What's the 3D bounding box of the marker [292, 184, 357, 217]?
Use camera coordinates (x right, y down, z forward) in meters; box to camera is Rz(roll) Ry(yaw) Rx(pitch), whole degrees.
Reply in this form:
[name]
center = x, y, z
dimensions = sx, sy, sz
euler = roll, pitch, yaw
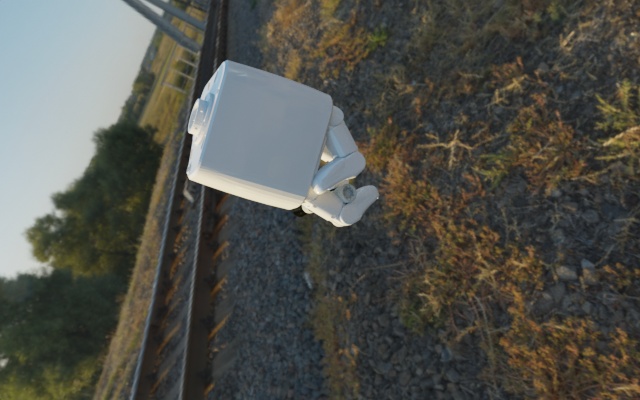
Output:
[marker]
center = 0.000, 0.002, 0.528
dimensions = 0.020, 0.020, 0.121
euler = 0, -9, -28
